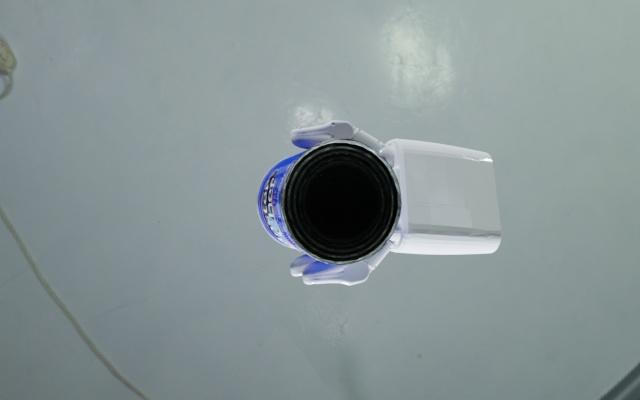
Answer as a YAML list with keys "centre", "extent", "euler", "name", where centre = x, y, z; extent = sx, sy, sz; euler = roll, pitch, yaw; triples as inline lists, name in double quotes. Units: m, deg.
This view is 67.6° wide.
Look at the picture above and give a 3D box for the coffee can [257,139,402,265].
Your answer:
- centre: [0.000, 0.001, 0.450]
  extent: [0.103, 0.103, 0.140]
  euler: [0, 0, -15]
  name: "coffee can"
